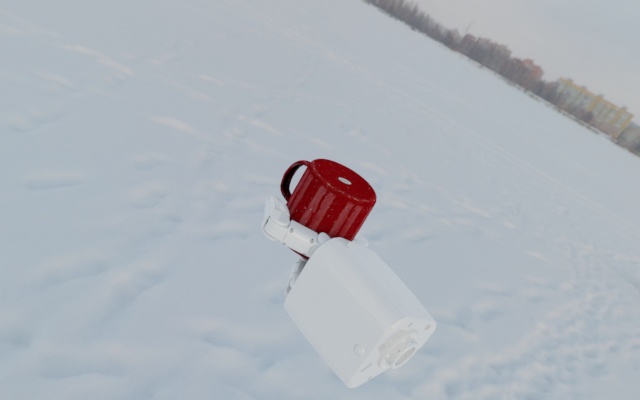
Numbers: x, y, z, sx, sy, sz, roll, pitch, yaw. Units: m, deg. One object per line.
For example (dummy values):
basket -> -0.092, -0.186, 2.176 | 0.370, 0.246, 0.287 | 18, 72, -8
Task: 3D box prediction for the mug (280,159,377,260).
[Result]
mug -> -0.001, 0.001, 0.519 | 0.093, 0.081, 0.117 | 1, 37, -49
